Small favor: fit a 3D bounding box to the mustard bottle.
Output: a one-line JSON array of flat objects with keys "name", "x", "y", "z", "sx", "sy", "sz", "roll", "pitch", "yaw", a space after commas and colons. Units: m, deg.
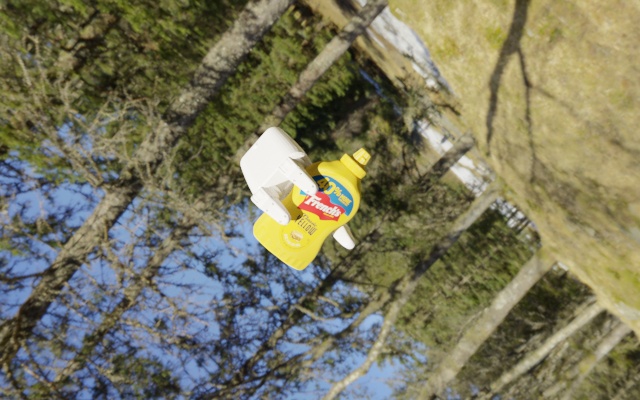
[{"name": "mustard bottle", "x": 0.000, "y": 0.003, "z": 0.675, "sx": 0.096, "sy": 0.191, "sz": 0.058, "roll": 41, "pitch": 9, "yaw": -15}]
